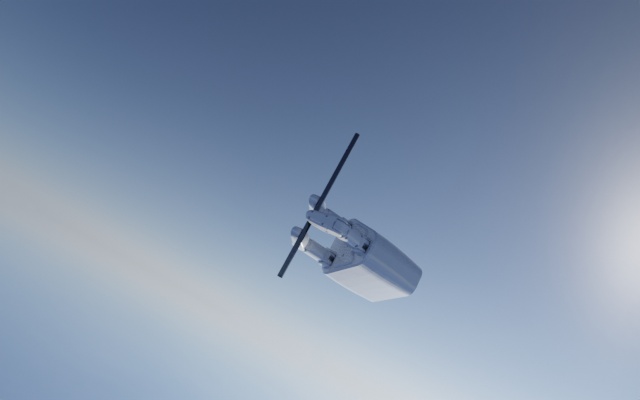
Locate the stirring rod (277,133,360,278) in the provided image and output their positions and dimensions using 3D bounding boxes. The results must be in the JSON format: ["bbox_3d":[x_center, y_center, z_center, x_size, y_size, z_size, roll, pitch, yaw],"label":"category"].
[{"bbox_3d":[0.000,0.002,0.680,0.011,0.239,0.011,26,-17,9],"label":"stirring rod"}]
